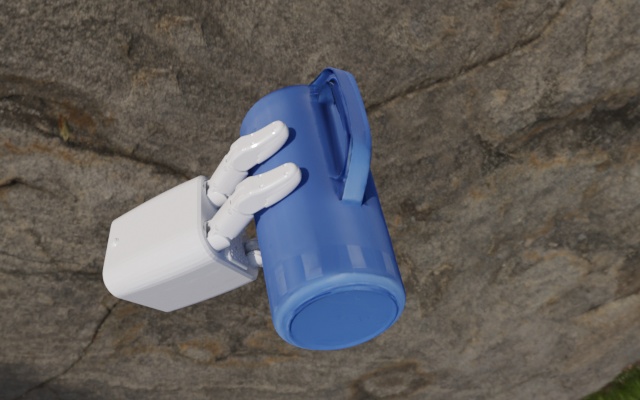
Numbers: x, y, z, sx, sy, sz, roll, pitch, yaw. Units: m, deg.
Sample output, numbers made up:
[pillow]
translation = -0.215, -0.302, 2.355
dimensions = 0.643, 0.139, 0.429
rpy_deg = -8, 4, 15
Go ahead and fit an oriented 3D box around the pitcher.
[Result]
[pitcher]
translation = 0.000, 0.002, 0.447
dimensions = 0.145, 0.242, 0.149
rpy_deg = -22, -44, 9
